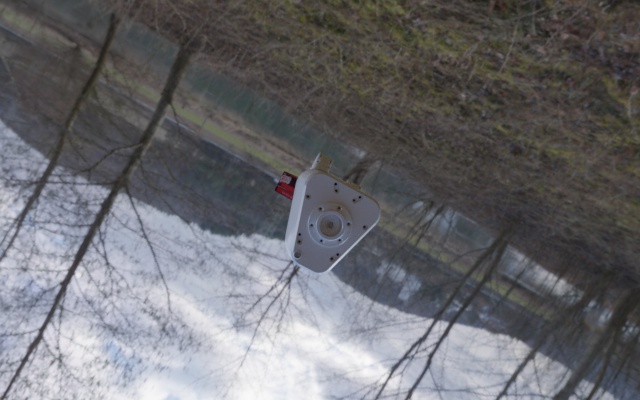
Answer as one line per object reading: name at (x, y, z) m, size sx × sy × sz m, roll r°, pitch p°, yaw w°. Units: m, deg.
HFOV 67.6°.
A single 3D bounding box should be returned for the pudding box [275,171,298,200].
pudding box at (0.000, 0.002, 0.704) m, size 0.113 × 0.039 × 0.090 m, roll 30°, pitch -1°, yaw -35°
